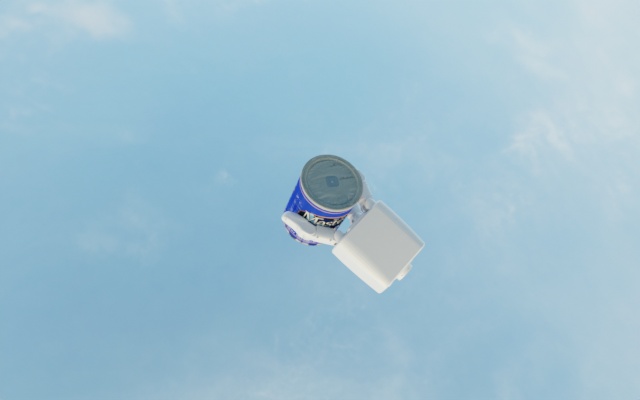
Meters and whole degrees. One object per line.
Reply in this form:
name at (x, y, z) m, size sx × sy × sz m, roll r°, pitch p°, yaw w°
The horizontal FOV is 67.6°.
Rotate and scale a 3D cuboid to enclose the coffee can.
coffee can at (0.000, 0.002, 0.810) m, size 0.103 × 0.102 × 0.140 m, roll 0°, pitch -28°, yaw -18°
